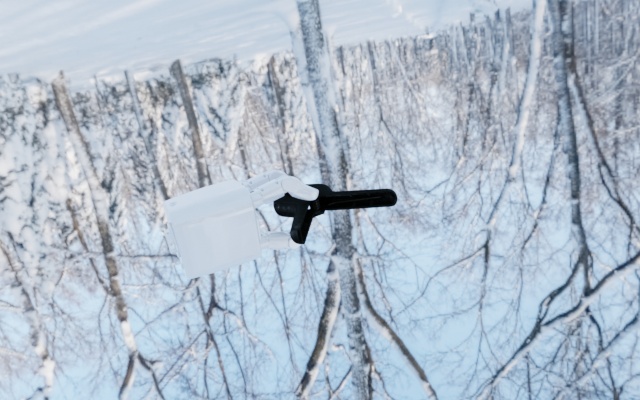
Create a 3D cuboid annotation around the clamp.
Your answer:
[{"bbox_3d":[0.000,0.003,0.703,0.164,0.036,0.210,-18,19,-20],"label":"clamp"}]
